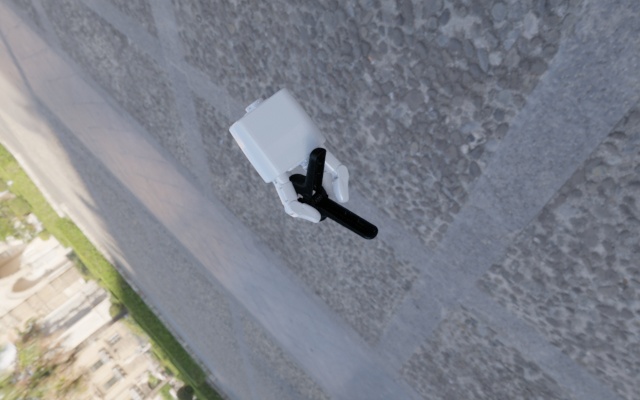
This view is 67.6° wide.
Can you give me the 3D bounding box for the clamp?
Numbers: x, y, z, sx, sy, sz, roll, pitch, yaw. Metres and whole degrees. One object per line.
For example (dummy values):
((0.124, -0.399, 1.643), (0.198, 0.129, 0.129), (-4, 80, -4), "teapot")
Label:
((-0.001, 0.003, 0.785), (0.036, 0.164, 0.210), (-41, 11, -25), "clamp")
